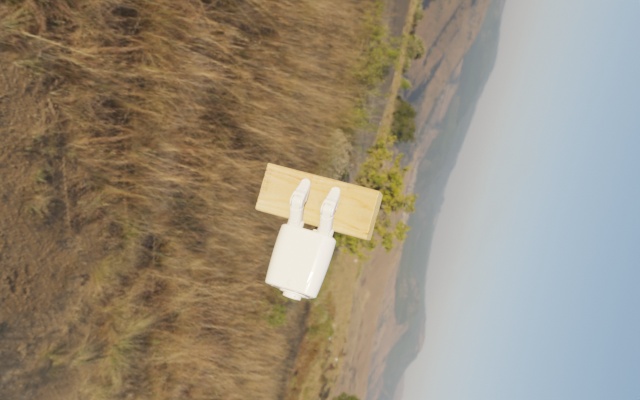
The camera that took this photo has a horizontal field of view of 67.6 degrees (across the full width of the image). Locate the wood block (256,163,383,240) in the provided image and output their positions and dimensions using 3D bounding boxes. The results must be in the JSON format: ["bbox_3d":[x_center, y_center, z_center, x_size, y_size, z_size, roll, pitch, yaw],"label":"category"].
[{"bbox_3d":[0.000,0.003,0.874,0.206,0.090,0.091,15,-2,11],"label":"wood block"}]
